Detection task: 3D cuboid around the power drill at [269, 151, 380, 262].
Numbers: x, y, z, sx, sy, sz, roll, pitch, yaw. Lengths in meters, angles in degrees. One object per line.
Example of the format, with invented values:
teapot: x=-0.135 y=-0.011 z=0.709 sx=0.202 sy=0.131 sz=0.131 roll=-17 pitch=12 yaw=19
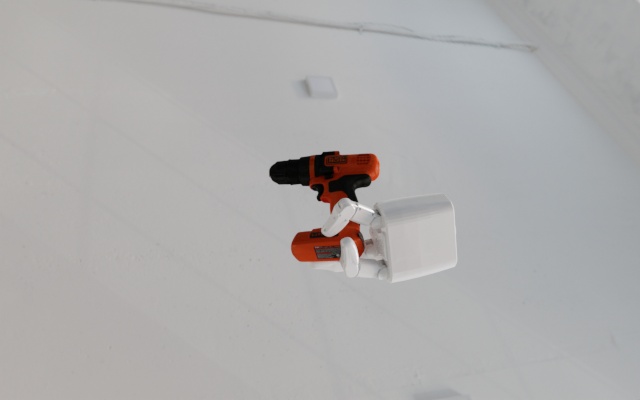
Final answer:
power drill: x=0.000 y=0.003 z=0.744 sx=0.184 sy=0.187 sz=0.057 roll=-4 pitch=-37 yaw=12
